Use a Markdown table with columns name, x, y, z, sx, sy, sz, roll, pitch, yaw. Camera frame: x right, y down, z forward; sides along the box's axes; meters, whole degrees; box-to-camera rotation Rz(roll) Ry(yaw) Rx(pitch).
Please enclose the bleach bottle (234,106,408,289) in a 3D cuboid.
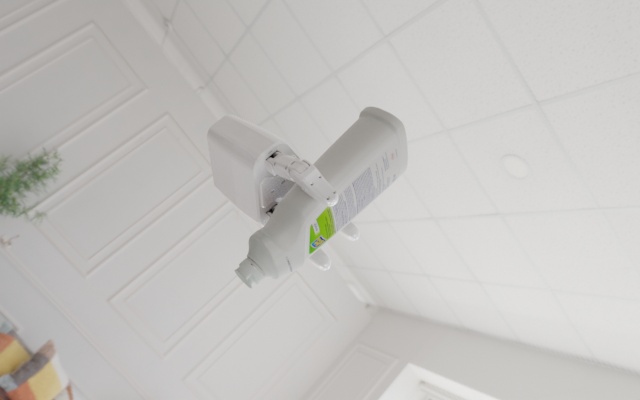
| name | x | y | z | sx | sy | sz | roll | pitch | yaw |
| --- | --- | --- | --- | --- | --- | --- | --- | --- | --- |
| bleach bottle | 0.000 | 0.002 | 0.559 | 0.068 | 0.103 | 0.250 | 32 | 64 | 34 |
